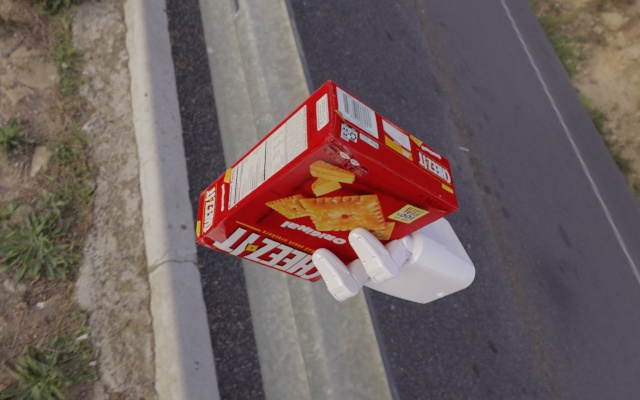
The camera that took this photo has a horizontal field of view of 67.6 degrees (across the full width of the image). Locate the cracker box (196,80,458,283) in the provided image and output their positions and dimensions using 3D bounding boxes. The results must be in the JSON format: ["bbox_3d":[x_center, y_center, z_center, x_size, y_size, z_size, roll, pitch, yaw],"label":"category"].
[{"bbox_3d":[0.000,0.001,0.482,0.164,0.072,0.214,26,-43,-33],"label":"cracker box"}]
